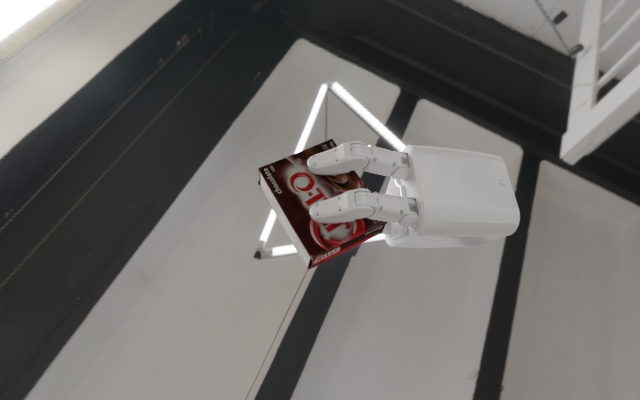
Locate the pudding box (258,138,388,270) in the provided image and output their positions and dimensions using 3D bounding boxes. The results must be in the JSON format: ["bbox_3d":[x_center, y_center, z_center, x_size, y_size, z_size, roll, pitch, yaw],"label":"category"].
[{"bbox_3d":[0.000,0.002,0.488,0.090,0.113,0.039,-24,-24,-22],"label":"pudding box"}]
